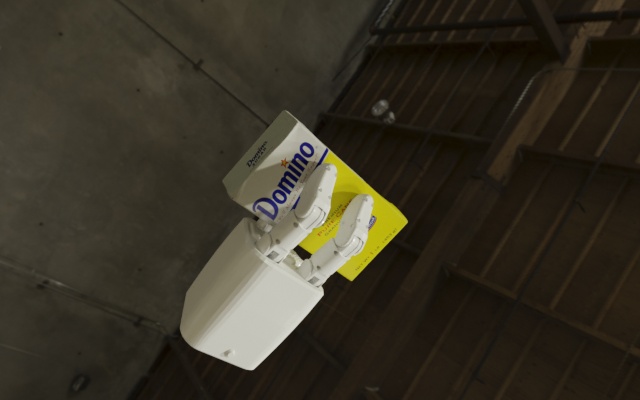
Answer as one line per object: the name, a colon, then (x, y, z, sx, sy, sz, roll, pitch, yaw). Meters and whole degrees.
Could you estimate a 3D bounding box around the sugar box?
sugar box: (0.000, 0.002, 0.478, 0.176, 0.093, 0.048, 37, 8, -36)
